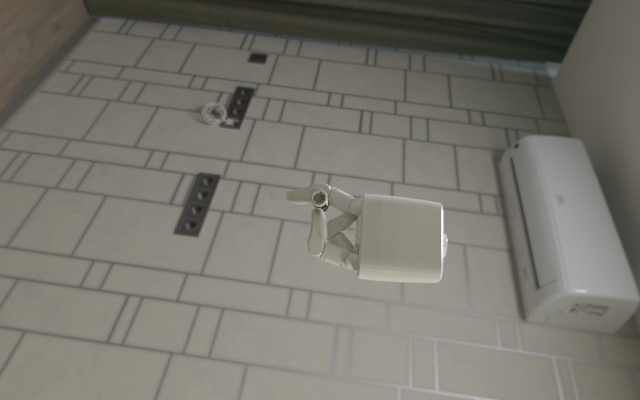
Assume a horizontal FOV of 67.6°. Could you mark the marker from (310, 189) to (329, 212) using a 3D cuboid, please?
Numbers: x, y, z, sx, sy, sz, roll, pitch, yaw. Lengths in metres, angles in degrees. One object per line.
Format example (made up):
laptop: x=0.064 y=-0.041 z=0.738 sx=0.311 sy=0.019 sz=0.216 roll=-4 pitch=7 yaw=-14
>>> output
marker: x=0.000 y=0.002 z=0.588 sx=0.020 sy=0.020 sz=0.121 roll=0 pitch=-5 yaw=2
